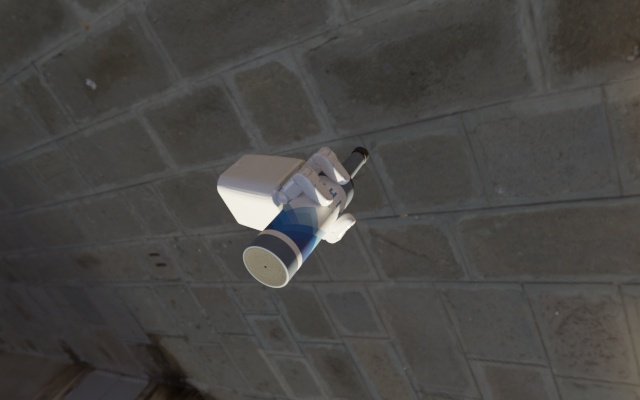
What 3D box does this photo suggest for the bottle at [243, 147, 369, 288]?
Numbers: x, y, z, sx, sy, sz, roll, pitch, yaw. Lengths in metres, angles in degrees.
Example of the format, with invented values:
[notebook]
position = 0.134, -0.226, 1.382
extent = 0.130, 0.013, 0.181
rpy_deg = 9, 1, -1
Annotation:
[bottle]
position = 0.000, 0.002, 0.688
extent = 0.069, 0.069, 0.295
rpy_deg = 0, 33, 33
